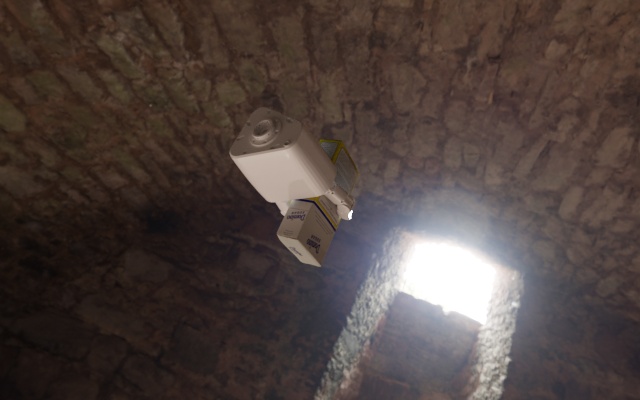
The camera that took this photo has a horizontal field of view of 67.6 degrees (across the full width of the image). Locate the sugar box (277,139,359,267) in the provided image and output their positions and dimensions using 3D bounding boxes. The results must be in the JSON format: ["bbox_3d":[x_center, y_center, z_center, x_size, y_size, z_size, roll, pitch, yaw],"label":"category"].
[{"bbox_3d":[0.000,0.002,0.739,0.048,0.176,0.093,11,-27,32],"label":"sugar box"}]
